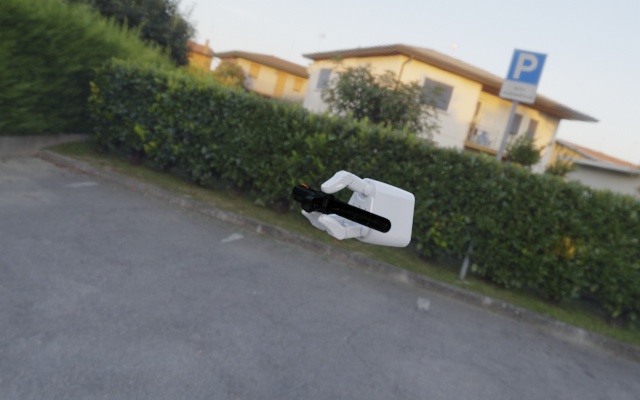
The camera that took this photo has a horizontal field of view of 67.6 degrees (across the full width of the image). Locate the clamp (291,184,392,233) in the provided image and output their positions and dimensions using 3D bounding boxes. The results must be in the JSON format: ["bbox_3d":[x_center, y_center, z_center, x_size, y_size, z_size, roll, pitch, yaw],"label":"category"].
[{"bbox_3d":[0.000,0.002,0.818,0.164,0.036,0.210,16,5,-35],"label":"clamp"}]
